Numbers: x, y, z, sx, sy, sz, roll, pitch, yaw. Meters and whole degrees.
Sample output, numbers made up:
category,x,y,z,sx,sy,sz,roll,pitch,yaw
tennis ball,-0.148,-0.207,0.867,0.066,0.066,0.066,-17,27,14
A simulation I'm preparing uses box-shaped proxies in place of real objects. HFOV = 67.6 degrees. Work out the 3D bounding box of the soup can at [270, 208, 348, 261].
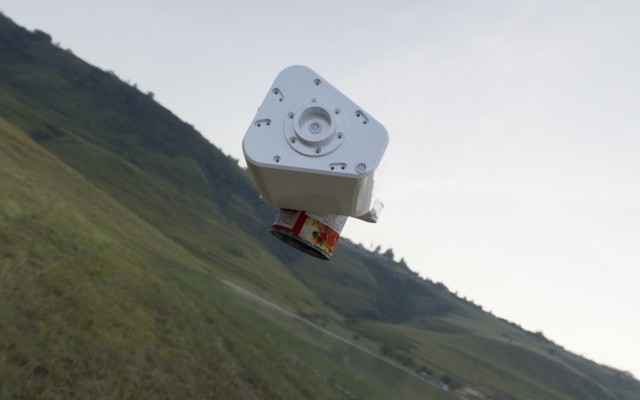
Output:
category,x,y,z,sx,sy,sz,roll,pitch,yaw
soup can,0.000,0.002,0.495,0.068,0.102,0.068,24,-13,6
